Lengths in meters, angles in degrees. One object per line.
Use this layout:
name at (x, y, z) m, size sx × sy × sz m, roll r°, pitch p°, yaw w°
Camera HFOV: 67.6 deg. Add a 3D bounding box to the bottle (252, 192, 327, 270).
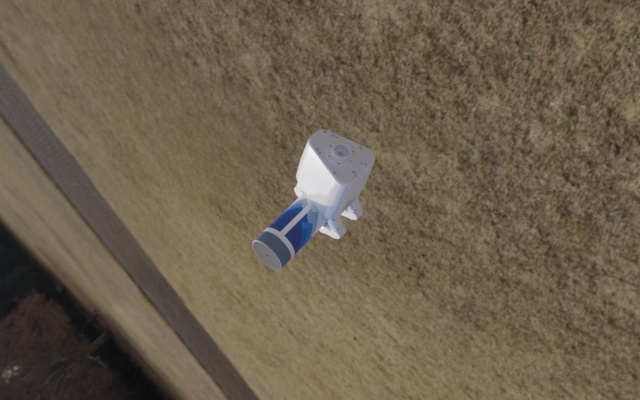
bottle at (0.000, 0.003, 0.873) m, size 0.069 × 0.069 × 0.295 m, roll 0°, pitch 37°, yaw 51°
